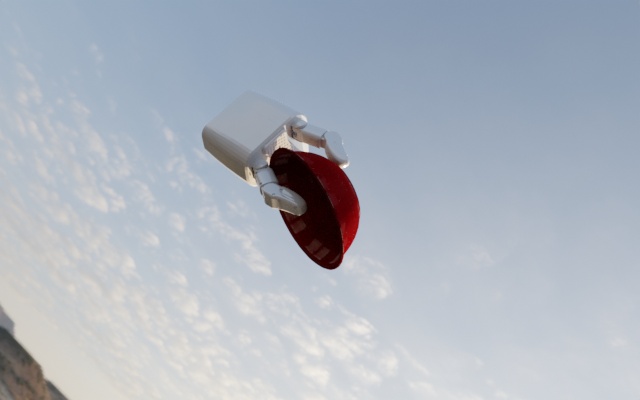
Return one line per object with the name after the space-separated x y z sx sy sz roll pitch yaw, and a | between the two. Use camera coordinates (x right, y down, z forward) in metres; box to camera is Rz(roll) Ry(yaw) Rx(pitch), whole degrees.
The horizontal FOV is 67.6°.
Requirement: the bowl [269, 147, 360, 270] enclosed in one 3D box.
0.001 0.003 0.590 0.055 0.162 0.162 -25 11 -24 | bowl
